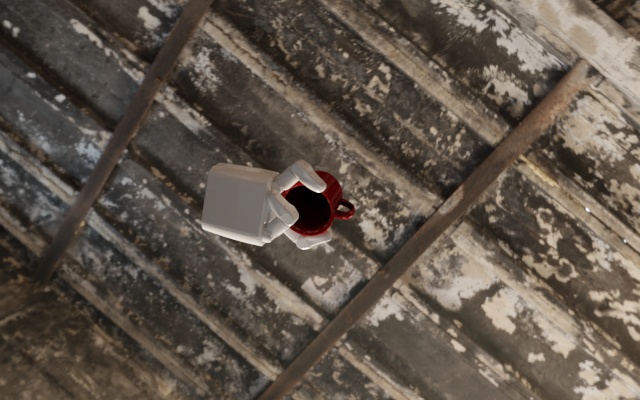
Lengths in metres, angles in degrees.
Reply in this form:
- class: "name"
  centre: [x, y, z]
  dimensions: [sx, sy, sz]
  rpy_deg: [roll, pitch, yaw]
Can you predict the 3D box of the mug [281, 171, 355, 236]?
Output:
- class: "mug"
  centre: [0.002, 0.003, 0.784]
  dimensions: [0.117, 0.093, 0.081]
  rpy_deg: [13, 25, 13]
